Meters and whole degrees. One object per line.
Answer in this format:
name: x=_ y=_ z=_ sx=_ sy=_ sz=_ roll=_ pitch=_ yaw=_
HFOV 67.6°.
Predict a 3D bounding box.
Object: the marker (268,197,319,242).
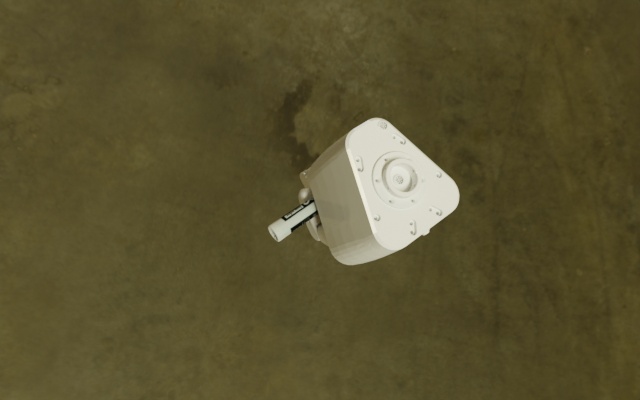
marker: x=0.000 y=0.002 z=0.492 sx=0.121 sy=0.020 sz=0.020 roll=-34 pitch=13 yaw=-21
